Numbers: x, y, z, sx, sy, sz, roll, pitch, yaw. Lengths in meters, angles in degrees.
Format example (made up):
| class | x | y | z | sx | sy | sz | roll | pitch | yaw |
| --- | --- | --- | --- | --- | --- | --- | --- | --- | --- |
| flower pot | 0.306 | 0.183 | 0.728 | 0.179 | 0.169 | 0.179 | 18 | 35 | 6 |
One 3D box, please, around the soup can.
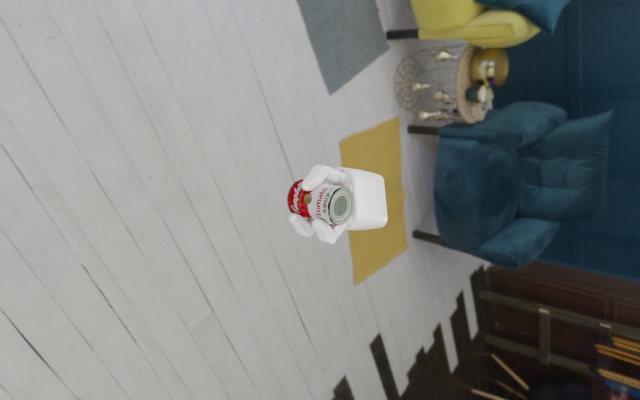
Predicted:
| class | x | y | z | sx | sy | sz | roll | pitch | yaw |
| --- | --- | --- | --- | --- | --- | --- | --- | --- | --- |
| soup can | 0.000 | 0.003 | 0.838 | 0.102 | 0.068 | 0.068 | 12 | 8 | 42 |
